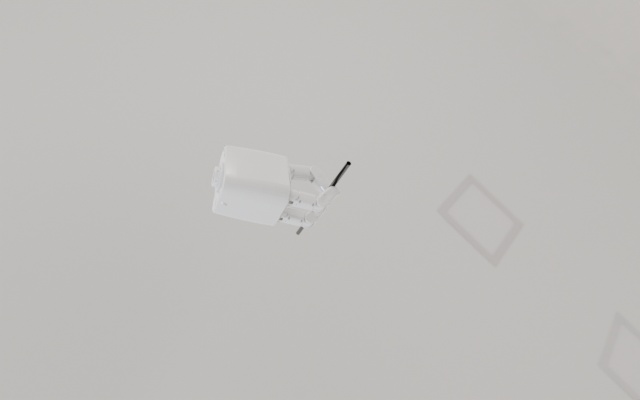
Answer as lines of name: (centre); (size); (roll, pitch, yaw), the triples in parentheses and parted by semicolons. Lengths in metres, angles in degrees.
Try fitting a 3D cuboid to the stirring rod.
stirring rod: (0.000, 0.003, 0.840); (0.011, 0.011, 0.240); (0, -30, -25)
